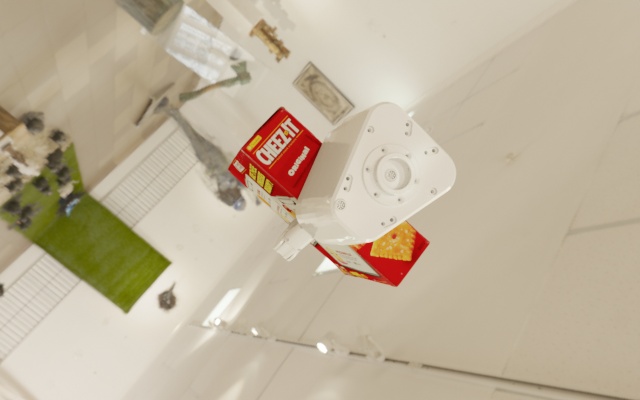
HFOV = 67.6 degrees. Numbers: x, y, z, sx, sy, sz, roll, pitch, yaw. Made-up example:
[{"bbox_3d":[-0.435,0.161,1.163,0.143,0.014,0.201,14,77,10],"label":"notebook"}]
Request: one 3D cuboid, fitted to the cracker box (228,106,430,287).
[{"bbox_3d":[0.000,0.002,0.557,0.214,0.072,0.164,43,-13,-9],"label":"cracker box"}]
